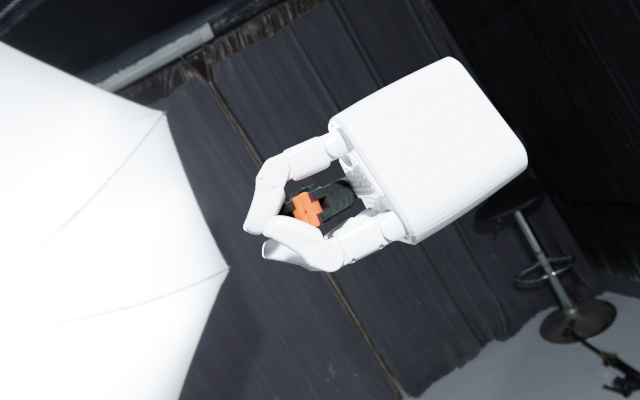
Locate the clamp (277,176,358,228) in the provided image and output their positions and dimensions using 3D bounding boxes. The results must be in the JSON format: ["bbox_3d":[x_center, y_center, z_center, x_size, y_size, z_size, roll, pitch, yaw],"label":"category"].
[{"bbox_3d":[0.000,0.001,0.433,0.120,0.039,0.171,-30,5,-7],"label":"clamp"}]
